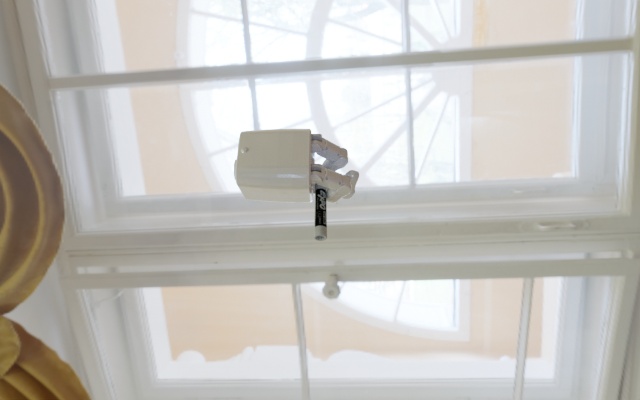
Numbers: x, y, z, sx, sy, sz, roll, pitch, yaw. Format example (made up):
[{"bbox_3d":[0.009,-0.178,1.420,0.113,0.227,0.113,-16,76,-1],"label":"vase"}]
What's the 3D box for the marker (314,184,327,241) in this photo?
[{"bbox_3d":[0.000,0.002,0.707,0.020,0.121,0.020,0,-32,0],"label":"marker"}]
